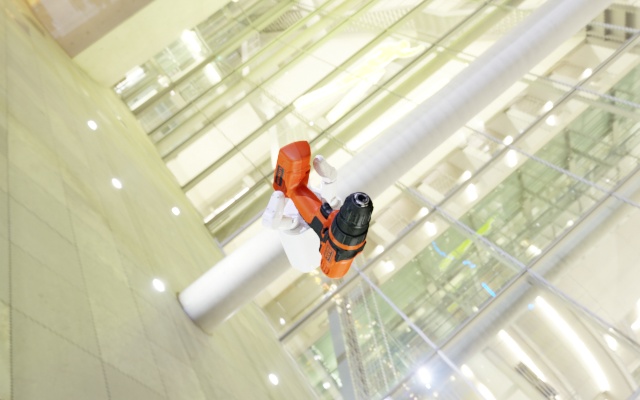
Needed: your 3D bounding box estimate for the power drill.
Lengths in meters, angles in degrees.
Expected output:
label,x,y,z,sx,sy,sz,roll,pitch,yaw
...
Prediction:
label,x,y,z,sx,sy,sz,roll,pitch,yaw
power drill,0.000,0.002,0.694,0.057,0.187,0.185,-19,-31,-27
